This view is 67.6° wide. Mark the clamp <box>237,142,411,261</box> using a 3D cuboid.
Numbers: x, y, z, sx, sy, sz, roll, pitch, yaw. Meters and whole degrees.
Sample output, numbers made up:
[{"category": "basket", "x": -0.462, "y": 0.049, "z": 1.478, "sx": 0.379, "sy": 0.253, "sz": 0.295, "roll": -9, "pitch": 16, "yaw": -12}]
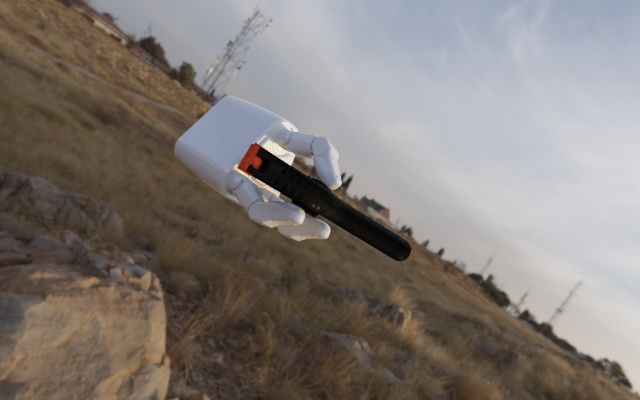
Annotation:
[{"category": "clamp", "x": 0.000, "y": 0.001, "z": 0.499, "sx": 0.164, "sy": 0.036, "sz": 0.210, "roll": 28, "pitch": -4, "yaw": 35}]
